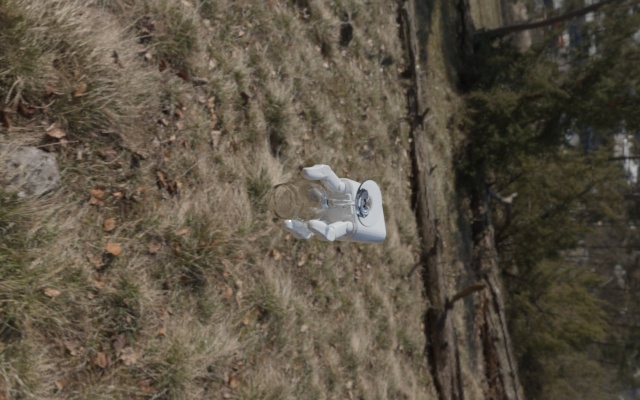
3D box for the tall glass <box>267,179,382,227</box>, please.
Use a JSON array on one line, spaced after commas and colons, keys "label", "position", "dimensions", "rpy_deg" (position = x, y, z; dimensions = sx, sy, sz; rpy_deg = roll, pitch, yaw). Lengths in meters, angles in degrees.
[{"label": "tall glass", "position": [0.001, 0.003, 0.809], "dimensions": [0.201, 0.079, 0.079], "rpy_deg": [2, 1, 40]}]
